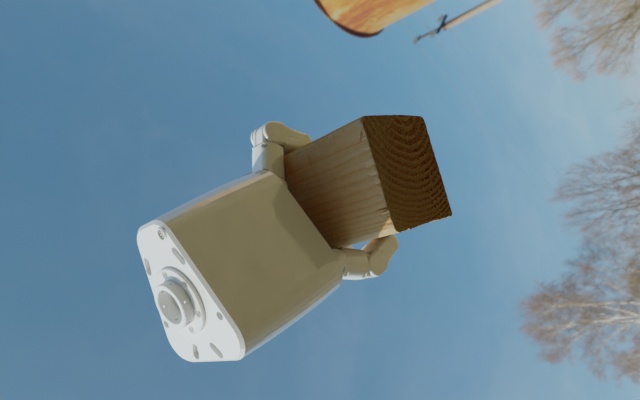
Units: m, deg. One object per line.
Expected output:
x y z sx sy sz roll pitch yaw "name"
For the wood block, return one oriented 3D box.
0.000 0.001 0.441 0.206 0.091 0.090 -20 -6 43 "wood block"
